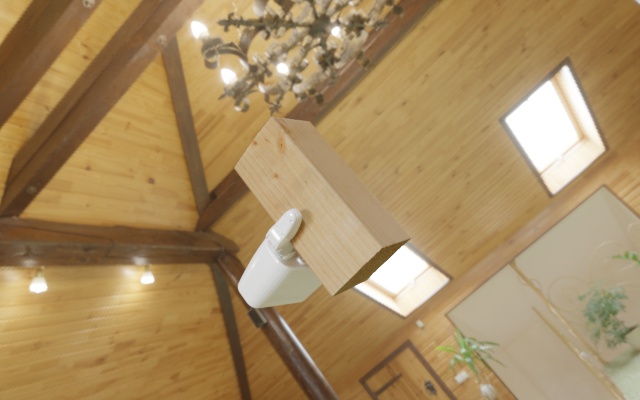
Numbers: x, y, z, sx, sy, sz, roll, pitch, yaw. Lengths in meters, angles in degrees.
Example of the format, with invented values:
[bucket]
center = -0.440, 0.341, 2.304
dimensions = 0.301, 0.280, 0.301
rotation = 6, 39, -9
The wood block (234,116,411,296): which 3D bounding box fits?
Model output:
[wood block]
center = 0.000, 0.002, 0.589
dimensions = 0.090, 0.206, 0.091
rotation = -49, -20, 26
